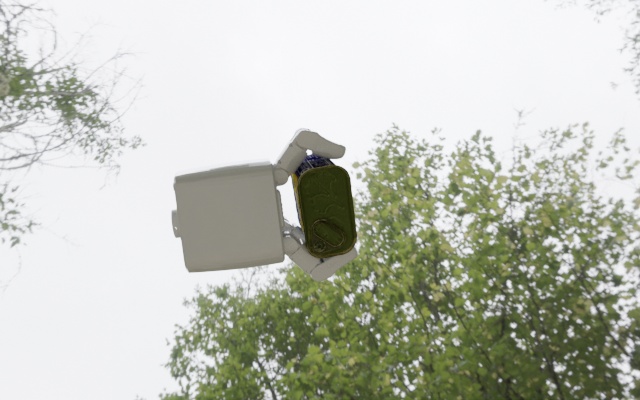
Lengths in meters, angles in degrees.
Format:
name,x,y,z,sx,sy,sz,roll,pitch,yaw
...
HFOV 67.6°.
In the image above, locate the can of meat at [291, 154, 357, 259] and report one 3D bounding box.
name,x,y,z,sx,sy,sz,roll,pitch,yaw
can of meat,0.000,0.002,0.543,0.057,0.102,0.084,-11,19,-8
